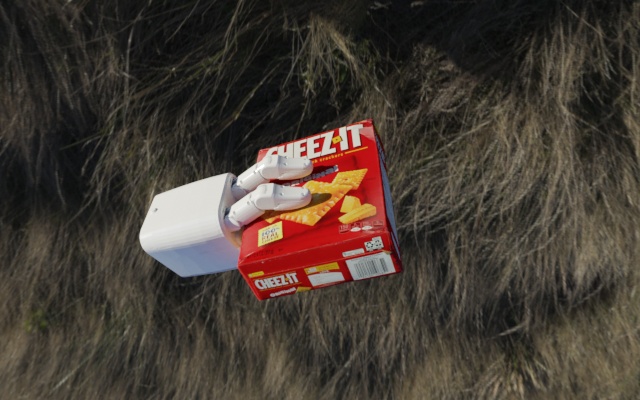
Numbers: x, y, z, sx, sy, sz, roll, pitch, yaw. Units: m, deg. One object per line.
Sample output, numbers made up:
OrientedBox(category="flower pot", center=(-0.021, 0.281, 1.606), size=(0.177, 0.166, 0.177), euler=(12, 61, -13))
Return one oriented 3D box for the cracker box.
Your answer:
OrientedBox(category="cracker box", center=(0.000, 0.002, 0.568), size=(0.164, 0.072, 0.213), euler=(-14, 39, 12))
